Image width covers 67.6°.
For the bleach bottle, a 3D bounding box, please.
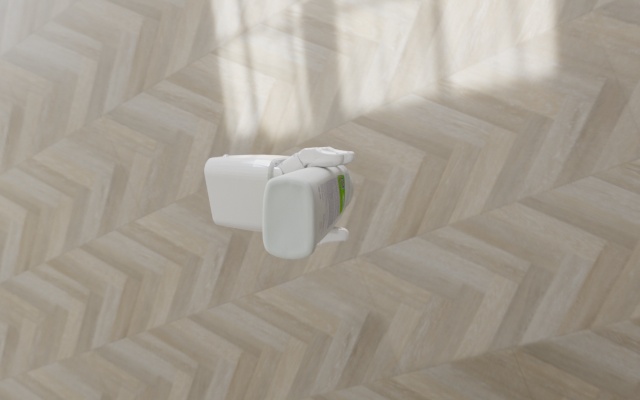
[{"bbox_3d":[0.000,0.002,0.671,0.068,0.102,0.251,4,9,18],"label":"bleach bottle"}]
